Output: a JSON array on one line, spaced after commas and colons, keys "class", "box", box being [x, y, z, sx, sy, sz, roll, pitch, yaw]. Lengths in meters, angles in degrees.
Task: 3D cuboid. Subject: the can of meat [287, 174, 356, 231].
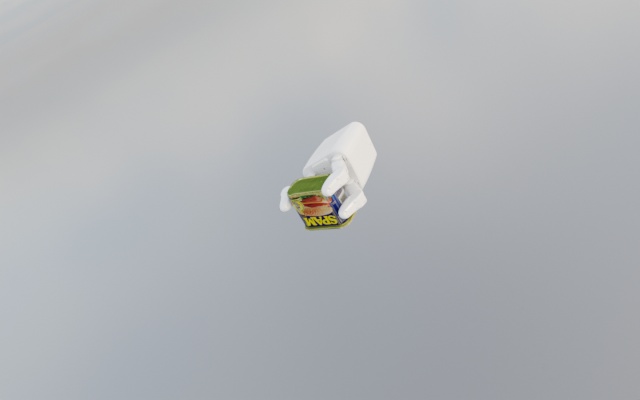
[{"class": "can of meat", "box": [0.000, 0.003, 0.850, 0.102, 0.084, 0.057, -7, 36, 36]}]
